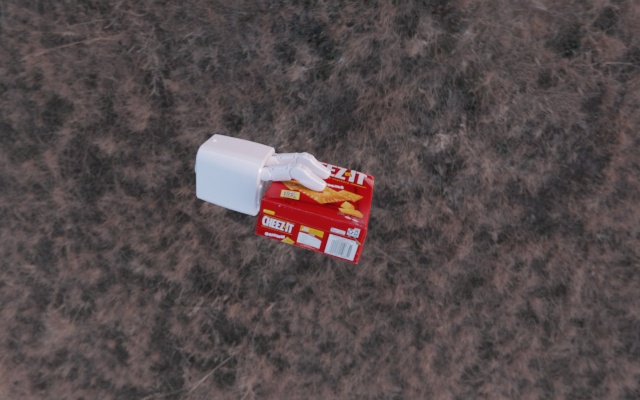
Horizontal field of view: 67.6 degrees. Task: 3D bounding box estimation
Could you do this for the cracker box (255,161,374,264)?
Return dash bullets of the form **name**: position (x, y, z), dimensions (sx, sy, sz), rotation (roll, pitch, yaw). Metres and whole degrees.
- **cracker box**: position (0.000, 0.003, 0.795), dimensions (0.164, 0.072, 0.213), rotation (16, 26, 2)
